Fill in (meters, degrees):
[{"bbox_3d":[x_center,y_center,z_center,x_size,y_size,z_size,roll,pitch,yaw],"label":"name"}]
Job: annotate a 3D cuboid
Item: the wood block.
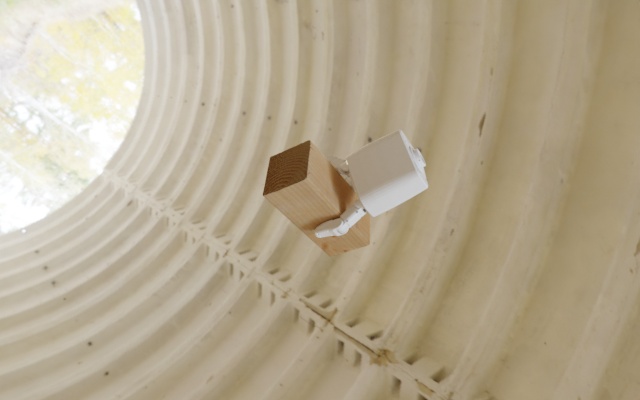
[{"bbox_3d":[0.001,0.003,0.846,0.090,0.090,0.206,-20,-45,27],"label":"wood block"}]
